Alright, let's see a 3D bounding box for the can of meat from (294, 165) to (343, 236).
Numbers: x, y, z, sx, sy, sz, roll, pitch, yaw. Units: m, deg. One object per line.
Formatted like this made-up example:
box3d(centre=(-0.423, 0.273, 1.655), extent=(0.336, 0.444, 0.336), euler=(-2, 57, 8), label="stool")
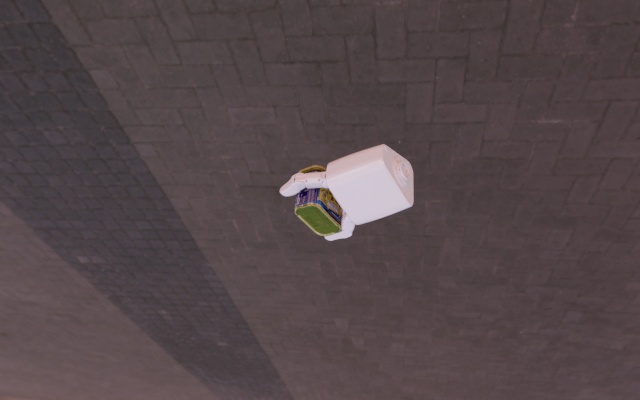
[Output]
box3d(centre=(0.000, 0.003, 0.846), extent=(0.057, 0.084, 0.102), euler=(-17, -42, 29), label="can of meat")
